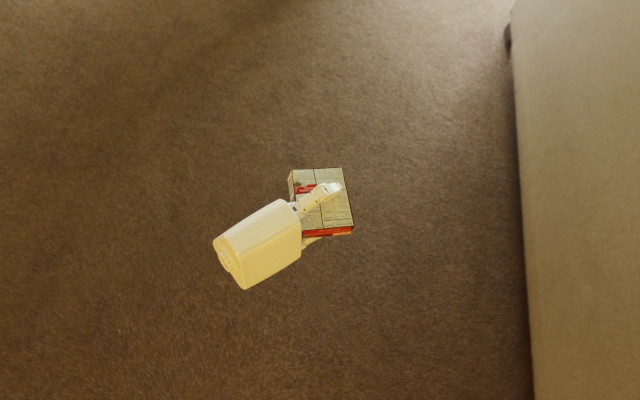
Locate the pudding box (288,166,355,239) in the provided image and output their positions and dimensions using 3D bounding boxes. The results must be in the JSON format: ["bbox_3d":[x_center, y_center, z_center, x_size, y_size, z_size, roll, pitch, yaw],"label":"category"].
[{"bbox_3d":[0.000,0.002,0.767,0.090,0.113,0.039,-4,-23,-14],"label":"pudding box"}]
